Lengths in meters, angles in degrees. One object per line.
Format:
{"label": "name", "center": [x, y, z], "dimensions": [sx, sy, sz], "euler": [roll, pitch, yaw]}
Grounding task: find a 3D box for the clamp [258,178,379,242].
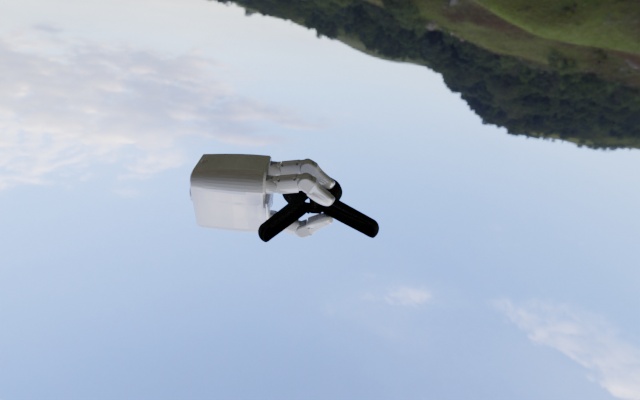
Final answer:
{"label": "clamp", "center": [0.000, 0.003, 0.725], "dimensions": [0.164, 0.036, 0.210], "euler": [2, 27, 0]}
